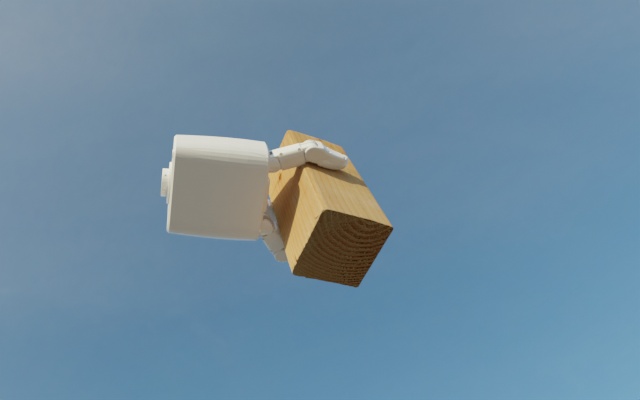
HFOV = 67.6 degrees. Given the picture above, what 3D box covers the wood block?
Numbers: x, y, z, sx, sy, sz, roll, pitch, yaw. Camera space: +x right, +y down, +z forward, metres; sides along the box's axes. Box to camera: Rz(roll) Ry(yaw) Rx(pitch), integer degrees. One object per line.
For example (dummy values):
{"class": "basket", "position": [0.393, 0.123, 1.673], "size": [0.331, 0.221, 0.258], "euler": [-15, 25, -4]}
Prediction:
{"class": "wood block", "position": [0.000, 0.002, 0.601], "size": [0.090, 0.091, 0.206], "euler": [15, 26, -24]}
